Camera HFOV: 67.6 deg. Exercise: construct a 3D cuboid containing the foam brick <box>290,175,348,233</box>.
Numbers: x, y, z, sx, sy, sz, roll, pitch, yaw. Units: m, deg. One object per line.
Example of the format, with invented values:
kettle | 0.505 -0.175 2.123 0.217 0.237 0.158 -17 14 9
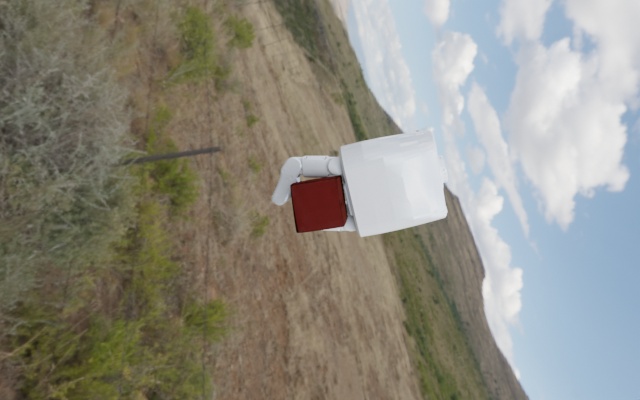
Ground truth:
foam brick | 0.000 0.002 0.528 0.051 0.053 0.078 -8 5 7
